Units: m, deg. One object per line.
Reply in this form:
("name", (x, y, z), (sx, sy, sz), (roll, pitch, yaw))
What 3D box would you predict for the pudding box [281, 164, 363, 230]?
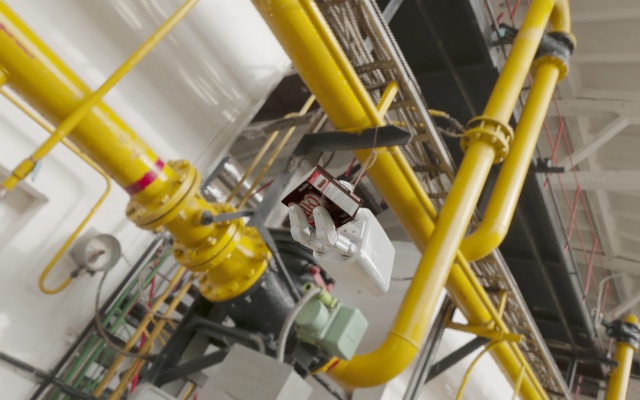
("pudding box", (0.000, 0.002, 0.717), (0.090, 0.039, 0.113), (38, -29, -9))
